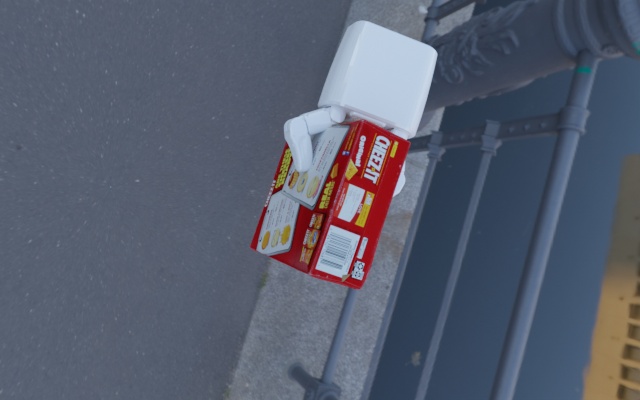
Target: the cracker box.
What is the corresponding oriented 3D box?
[{"bbox_3d":[0.000,0.002,0.566,0.072,0.164,0.213,21,-7,-23],"label":"cracker box"}]
